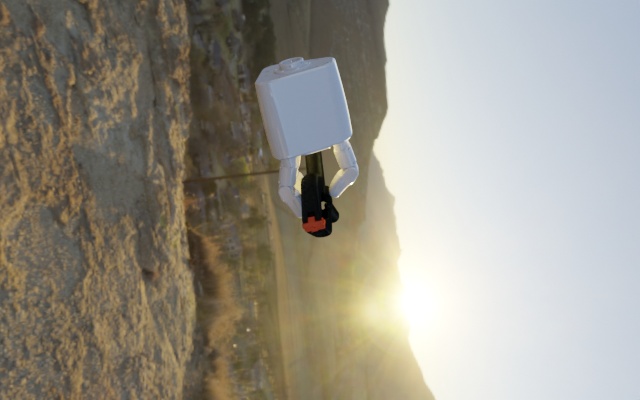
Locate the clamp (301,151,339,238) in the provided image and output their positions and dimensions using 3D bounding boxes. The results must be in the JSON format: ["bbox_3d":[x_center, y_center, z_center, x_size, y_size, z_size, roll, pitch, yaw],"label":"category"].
[{"bbox_3d":[0.001,0.002,0.715,0.036,0.165,0.209,-13,28,9],"label":"clamp"}]
